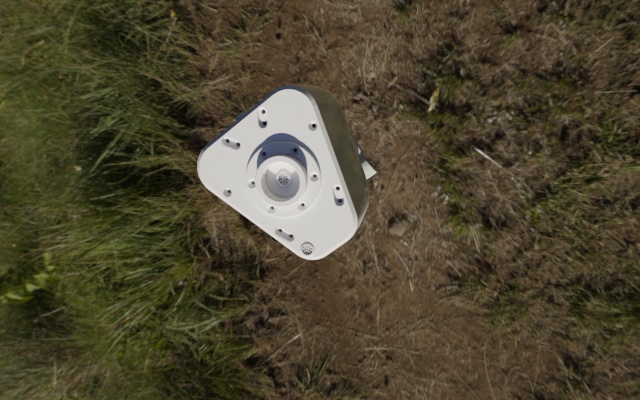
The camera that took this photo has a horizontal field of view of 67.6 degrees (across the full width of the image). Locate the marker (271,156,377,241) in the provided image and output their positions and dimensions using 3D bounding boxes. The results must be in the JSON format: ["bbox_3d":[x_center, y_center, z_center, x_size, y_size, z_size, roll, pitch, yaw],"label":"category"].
[{"bbox_3d":[0.000,0.001,0.458,0.121,0.020,0.020,-37,-10,13],"label":"marker"}]
